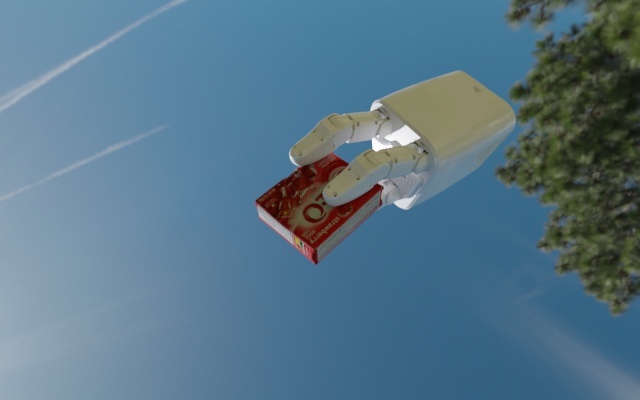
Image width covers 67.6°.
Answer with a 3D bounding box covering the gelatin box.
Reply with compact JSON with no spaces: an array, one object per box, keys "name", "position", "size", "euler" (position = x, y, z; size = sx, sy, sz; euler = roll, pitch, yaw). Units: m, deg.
[{"name":"gelatin box","position":[0.000,0.002,0.419],"size":[0.073,0.030,0.089],"euler":[37,63,27]}]
